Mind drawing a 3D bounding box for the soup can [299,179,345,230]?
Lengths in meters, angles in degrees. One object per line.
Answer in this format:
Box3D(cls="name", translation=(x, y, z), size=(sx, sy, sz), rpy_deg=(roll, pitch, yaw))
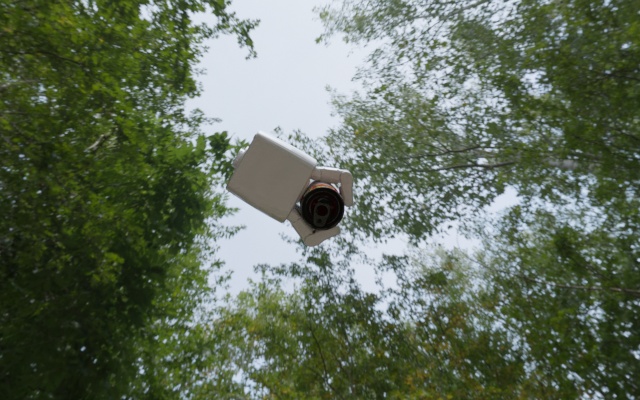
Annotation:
Box3D(cls="soup can", translation=(0.001, 0.003, 0.770), size=(0.068, 0.068, 0.102), rpy_deg=(0, 12, -3))
